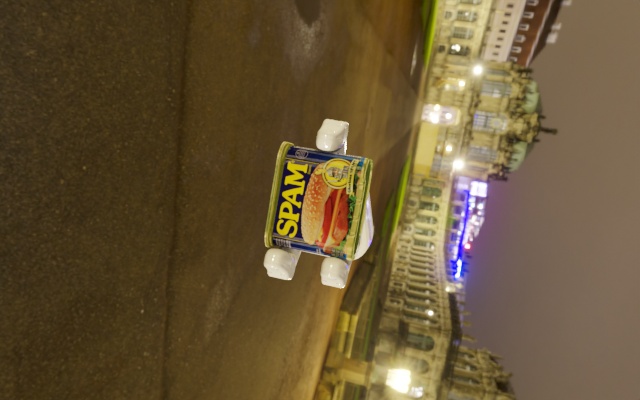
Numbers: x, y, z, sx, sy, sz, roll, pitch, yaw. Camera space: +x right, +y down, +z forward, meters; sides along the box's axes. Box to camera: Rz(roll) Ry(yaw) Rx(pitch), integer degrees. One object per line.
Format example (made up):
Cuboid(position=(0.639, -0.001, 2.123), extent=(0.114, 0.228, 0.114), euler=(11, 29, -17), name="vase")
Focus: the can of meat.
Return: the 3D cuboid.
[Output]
Cuboid(position=(0.000, 0.001, 0.454), extent=(0.084, 0.102, 0.057), euler=(10, 4, 10), name="can of meat")
